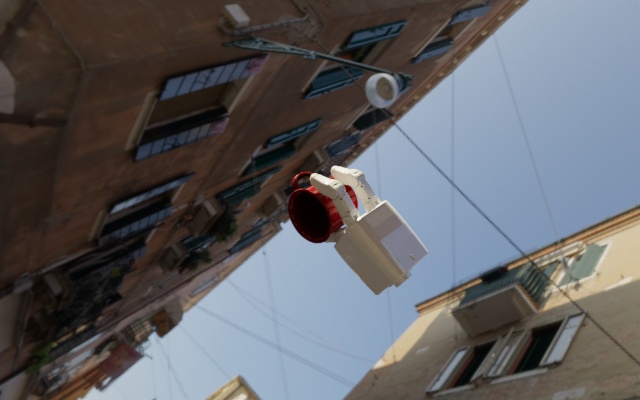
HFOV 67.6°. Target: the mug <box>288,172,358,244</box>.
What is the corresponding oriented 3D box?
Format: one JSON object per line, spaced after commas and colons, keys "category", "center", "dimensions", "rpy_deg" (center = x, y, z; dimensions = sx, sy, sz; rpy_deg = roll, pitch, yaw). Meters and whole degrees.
{"category": "mug", "center": [-0.001, 0.001, 0.783], "dimensions": [0.081, 0.117, 0.093], "rpy_deg": [-29, -14, -42]}
